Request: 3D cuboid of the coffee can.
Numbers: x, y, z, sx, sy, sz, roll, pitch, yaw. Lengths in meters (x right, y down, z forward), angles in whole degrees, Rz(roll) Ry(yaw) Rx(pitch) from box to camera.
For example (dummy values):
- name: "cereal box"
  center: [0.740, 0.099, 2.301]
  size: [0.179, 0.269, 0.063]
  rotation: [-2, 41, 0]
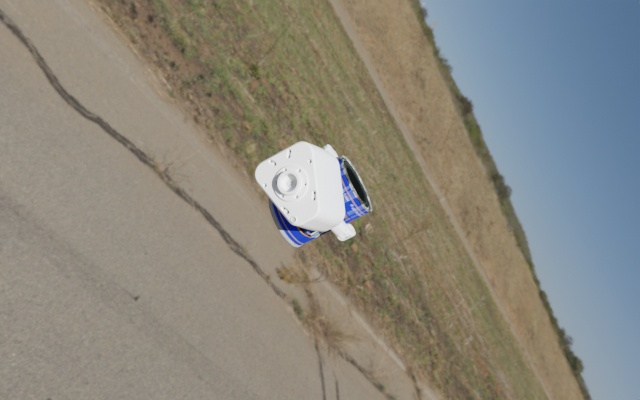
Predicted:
- name: "coffee can"
  center: [0.000, 0.003, 0.792]
  size: [0.140, 0.103, 0.103]
  rotation: [-27, -7, 15]
